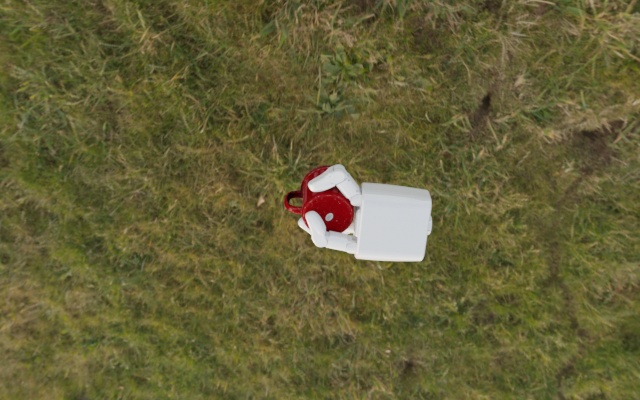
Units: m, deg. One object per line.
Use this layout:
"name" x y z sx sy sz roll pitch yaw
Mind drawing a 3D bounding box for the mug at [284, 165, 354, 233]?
"mug" -0.001 0.002 0.765 0.117 0.093 0.081 3 32 -1
